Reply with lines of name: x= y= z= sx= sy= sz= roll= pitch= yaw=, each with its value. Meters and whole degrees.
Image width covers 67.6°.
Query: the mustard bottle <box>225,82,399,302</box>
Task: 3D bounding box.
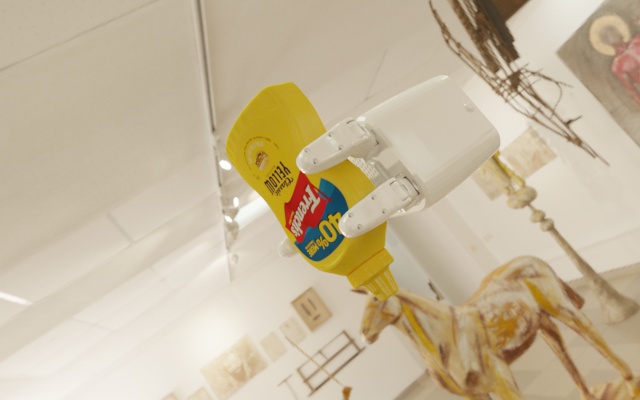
mustard bottle: x=0.000 y=0.001 z=0.401 sx=0.058 sy=0.191 sz=0.096 roll=-26 pitch=-15 yaw=-47
